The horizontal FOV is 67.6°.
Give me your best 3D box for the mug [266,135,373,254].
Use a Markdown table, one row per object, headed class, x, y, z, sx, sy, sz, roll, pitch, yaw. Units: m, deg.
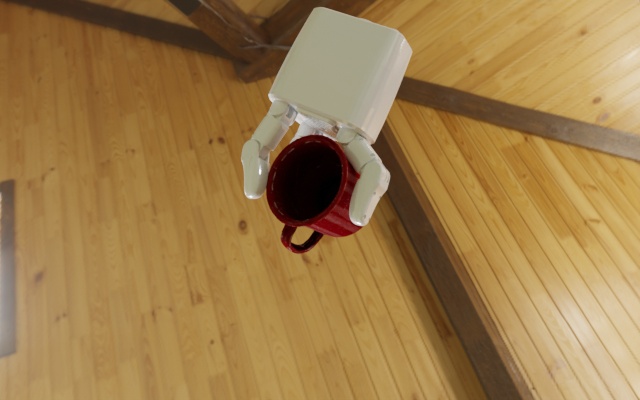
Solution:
| class | x | y | z | sx | sy | sz | roll | pitch | yaw |
| --- | --- | --- | --- | --- | --- | --- | --- | --- | --- |
| mug | 0.000 | 0.003 | 0.489 | 0.093 | 0.117 | 0.081 | 25 | -2 | 36 |
